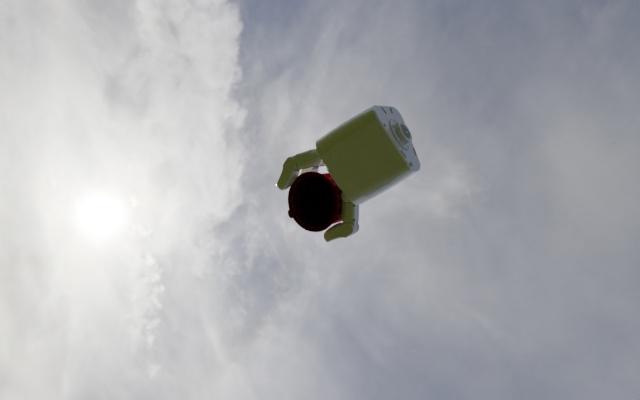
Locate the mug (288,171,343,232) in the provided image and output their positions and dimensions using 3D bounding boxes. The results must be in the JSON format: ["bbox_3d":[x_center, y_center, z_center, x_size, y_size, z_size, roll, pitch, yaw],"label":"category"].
[{"bbox_3d":[-0.001,0.003,0.765,0.117,0.093,0.081,-28,-9,33],"label":"mug"}]
